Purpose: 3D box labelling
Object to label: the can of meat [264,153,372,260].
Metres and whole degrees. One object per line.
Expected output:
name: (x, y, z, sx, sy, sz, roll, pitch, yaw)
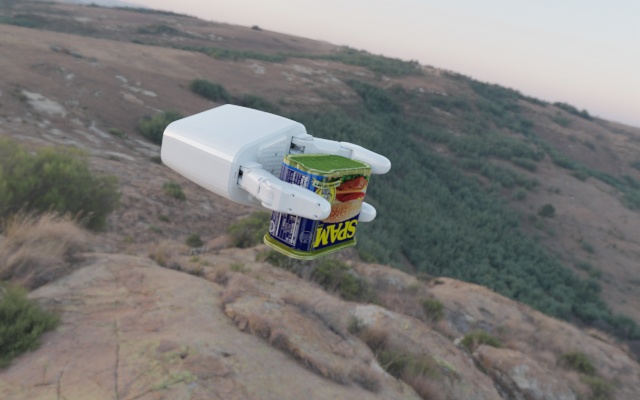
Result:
can of meat: (0.000, 0.001, 0.460, 0.057, 0.084, 0.102, 23, 19, 33)
